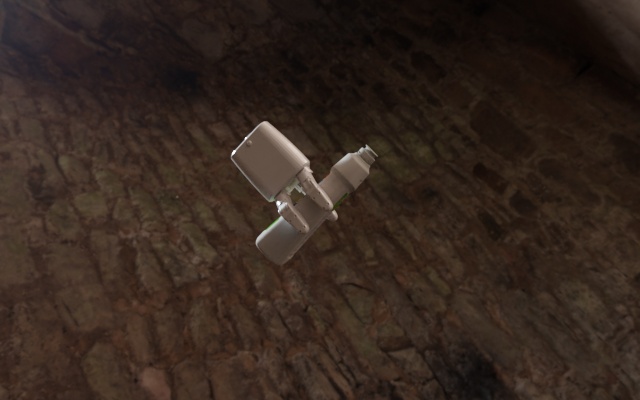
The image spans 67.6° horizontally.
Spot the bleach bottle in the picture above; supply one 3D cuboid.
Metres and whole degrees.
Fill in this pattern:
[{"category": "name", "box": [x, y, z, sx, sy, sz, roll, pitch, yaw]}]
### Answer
[{"category": "bleach bottle", "box": [0.000, 0.003, 0.828, 0.251, 0.068, 0.102, -45, -2, 11]}]
